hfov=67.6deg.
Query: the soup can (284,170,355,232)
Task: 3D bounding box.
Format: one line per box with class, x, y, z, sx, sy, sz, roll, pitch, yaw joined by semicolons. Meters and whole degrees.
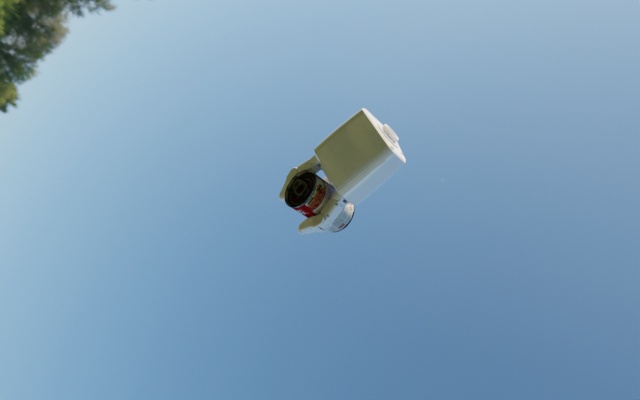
soup can;0.000;0.003;0.784;0.068;0.068;0.102;0;-26;46
